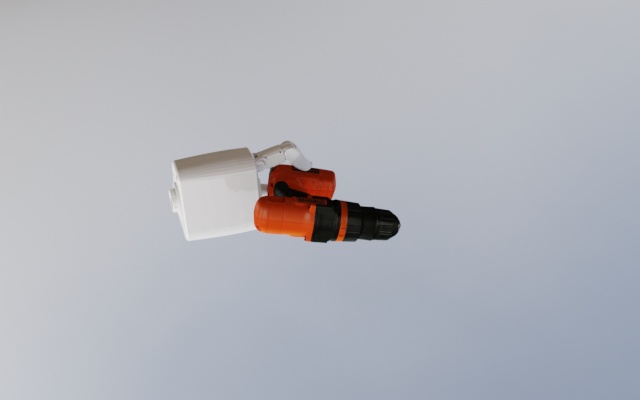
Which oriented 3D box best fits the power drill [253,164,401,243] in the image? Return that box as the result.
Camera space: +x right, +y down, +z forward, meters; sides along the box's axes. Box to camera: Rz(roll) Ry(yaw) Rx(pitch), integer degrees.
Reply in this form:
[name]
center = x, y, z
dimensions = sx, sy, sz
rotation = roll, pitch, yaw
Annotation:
[power drill]
center = 0.000, 0.002, 0.655
dimensions = 0.184, 0.057, 0.187
rotation = 7, 15, -11
